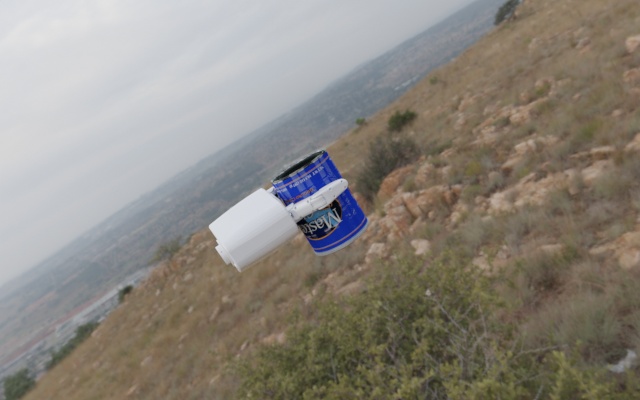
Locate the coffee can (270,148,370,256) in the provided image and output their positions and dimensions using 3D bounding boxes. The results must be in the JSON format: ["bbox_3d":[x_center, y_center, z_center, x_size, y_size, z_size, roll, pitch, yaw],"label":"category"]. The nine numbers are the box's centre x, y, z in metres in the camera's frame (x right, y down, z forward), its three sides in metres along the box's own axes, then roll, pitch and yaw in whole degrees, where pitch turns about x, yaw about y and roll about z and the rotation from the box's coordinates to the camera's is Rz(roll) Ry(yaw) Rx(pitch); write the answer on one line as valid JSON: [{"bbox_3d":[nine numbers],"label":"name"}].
[{"bbox_3d":[0.000,0.003,0.764,0.103,0.140,0.102,-30,12,7],"label":"coffee can"}]
